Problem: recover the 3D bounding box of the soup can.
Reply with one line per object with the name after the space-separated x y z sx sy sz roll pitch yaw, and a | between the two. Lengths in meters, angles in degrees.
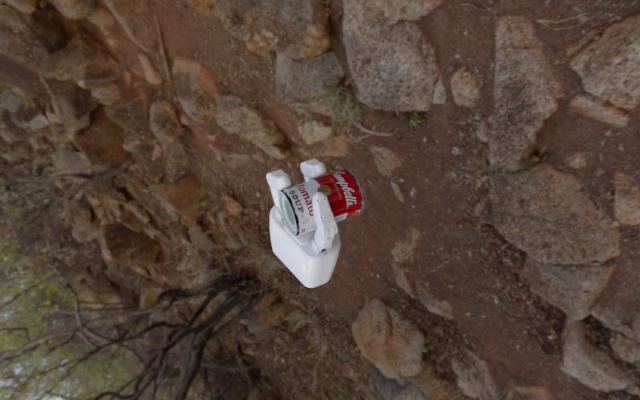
0.000 0.002 0.667 0.102 0.068 0.068 -19 6 -18 | soup can
